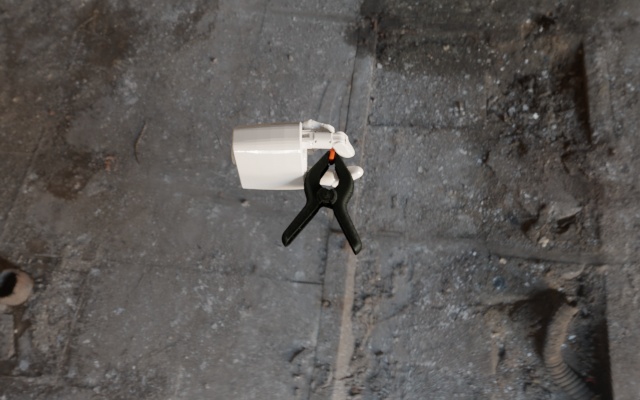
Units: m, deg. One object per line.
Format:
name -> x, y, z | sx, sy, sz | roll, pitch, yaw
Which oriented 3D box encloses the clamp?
clamp -> 0.000, 0.002, 0.740 | 0.120, 0.171, 0.039 | 0, -23, -5
